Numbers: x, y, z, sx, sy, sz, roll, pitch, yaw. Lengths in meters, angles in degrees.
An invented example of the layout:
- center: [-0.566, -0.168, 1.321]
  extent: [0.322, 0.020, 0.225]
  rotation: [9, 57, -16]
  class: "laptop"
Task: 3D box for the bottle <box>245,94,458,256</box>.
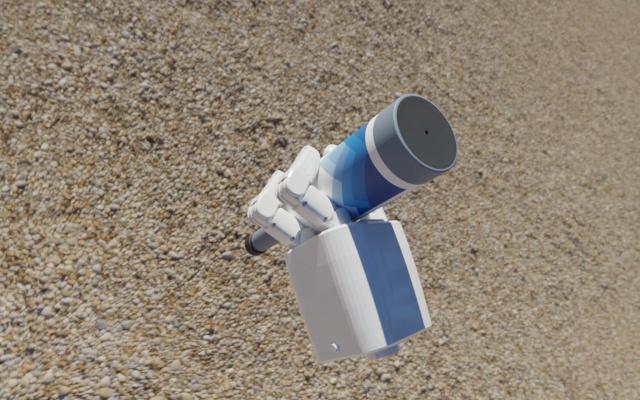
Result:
- center: [0.000, 0.001, 0.470]
  extent: [0.069, 0.069, 0.296]
  rotation: [0, -21, -36]
  class: "bottle"
